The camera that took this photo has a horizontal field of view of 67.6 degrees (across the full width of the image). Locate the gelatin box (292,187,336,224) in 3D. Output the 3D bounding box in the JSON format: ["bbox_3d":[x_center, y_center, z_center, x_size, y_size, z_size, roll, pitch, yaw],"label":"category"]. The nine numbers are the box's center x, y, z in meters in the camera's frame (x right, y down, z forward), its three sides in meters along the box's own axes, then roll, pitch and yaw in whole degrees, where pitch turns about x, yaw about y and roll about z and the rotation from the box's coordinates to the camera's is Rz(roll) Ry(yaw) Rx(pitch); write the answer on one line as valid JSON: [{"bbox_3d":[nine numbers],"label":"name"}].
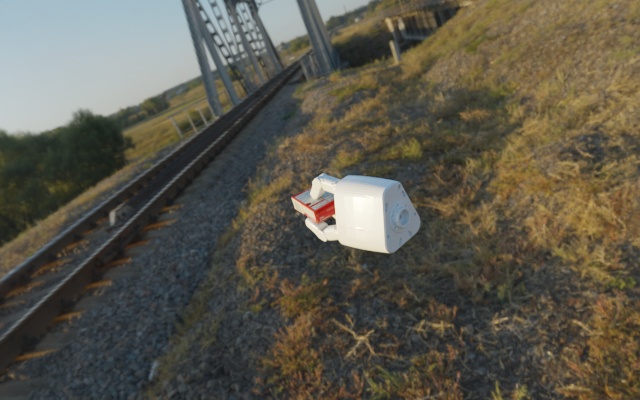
[{"bbox_3d":[0.000,0.002,0.883,0.073,0.030,0.089,-28,31,-22],"label":"gelatin box"}]
